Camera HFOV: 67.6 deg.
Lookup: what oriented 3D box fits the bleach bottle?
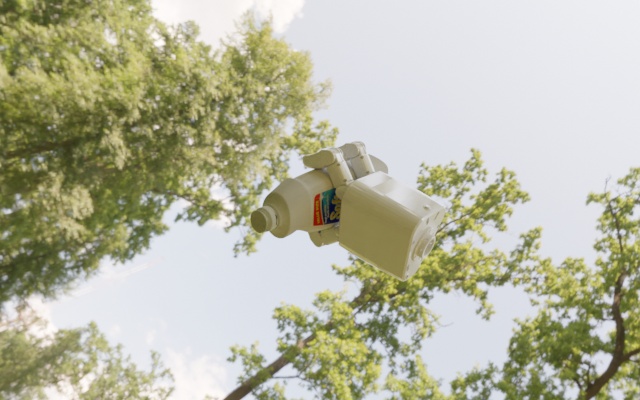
[{"bbox_3d":[0.000,0.002,0.668,0.068,0.103,0.251,31,32,28],"label":"bleach bottle"}]
